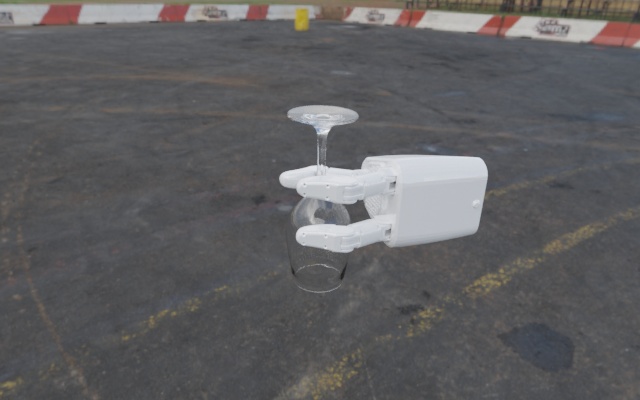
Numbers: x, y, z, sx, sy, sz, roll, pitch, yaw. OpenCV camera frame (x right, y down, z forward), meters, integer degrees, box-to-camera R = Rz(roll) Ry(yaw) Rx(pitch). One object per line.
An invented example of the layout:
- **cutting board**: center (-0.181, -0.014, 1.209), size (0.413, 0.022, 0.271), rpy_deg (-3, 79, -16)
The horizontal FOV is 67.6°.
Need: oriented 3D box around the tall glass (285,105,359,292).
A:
- **tall glass**: center (0.000, 0.001, 0.531), size (0.079, 0.201, 0.079), rpy_deg (2, 24, -1)
